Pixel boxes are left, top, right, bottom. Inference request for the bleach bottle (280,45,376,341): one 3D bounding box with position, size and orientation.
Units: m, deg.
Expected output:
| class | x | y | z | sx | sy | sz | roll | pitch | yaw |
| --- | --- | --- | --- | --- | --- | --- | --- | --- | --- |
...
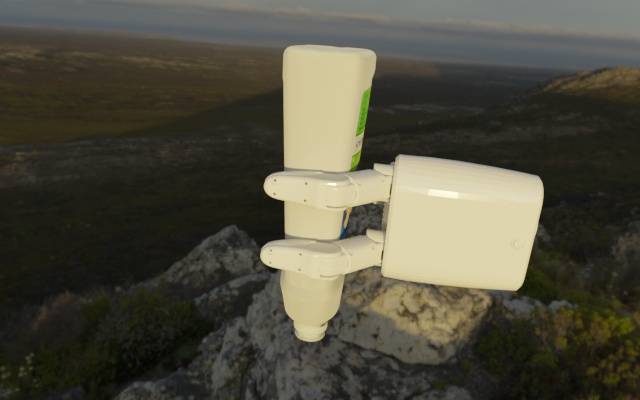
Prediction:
| class | x | y | z | sx | sy | sz | roll | pitch | yaw |
| --- | --- | --- | --- | --- | --- | --- | --- | --- | --- |
| bleach bottle | 0.000 | 0.001 | 0.407 | 0.068 | 0.251 | 0.102 | 7 | 20 | 8 |
